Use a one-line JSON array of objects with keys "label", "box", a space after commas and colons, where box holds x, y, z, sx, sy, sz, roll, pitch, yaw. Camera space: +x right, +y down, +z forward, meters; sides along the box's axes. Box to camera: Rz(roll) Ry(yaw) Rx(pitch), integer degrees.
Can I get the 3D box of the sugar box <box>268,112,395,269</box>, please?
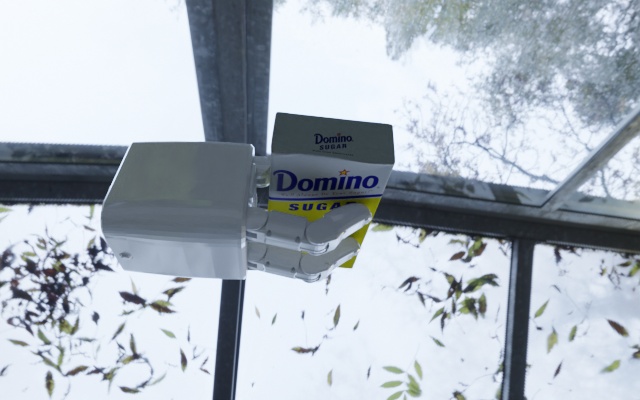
[{"label": "sugar box", "box": [0.000, 0.002, 0.421, 0.093, 0.048, 0.176, 5, -32, -4]}]
